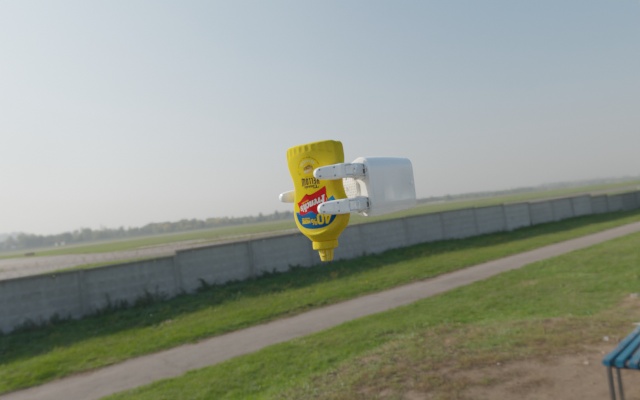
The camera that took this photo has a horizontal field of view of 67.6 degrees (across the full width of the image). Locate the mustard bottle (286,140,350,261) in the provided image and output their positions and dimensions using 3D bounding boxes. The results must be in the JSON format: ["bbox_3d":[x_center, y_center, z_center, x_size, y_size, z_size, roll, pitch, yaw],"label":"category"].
[{"bbox_3d":[0.000,0.002,0.778,0.096,0.191,0.058,-8,-1,30],"label":"mustard bottle"}]
